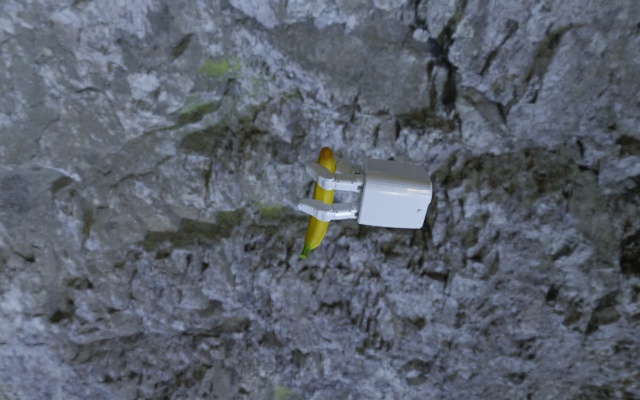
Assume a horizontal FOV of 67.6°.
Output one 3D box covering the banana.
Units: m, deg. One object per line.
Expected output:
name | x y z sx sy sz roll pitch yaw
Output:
banana | 0.002 0.001 0.826 0.037 0.198 0.069 11 15 4
